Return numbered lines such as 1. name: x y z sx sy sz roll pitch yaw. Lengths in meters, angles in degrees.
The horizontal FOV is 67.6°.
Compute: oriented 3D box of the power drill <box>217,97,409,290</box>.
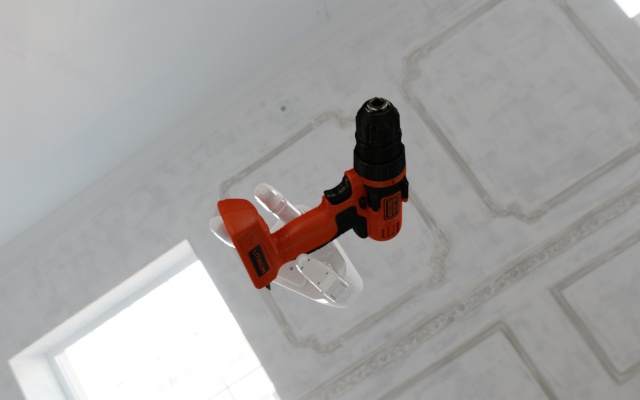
1. power drill: 0.000 0.002 0.470 0.187 0.185 0.057 -22 48 -10
